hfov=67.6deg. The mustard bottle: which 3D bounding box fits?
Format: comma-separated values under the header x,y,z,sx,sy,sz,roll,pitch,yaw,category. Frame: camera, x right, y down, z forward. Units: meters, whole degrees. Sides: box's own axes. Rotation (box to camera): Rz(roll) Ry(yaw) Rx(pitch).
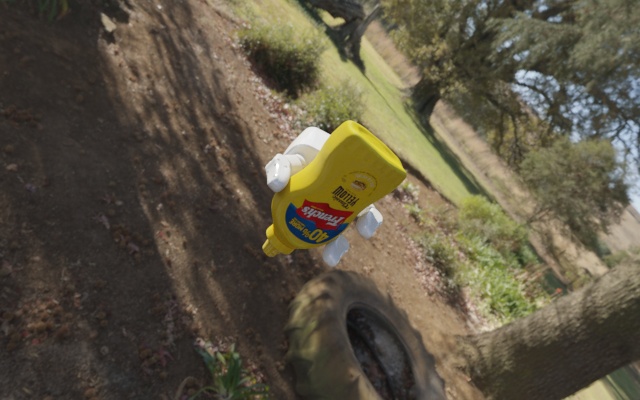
x,y,z,sx,sy,sz,roll,pitch,yaw,category
0.000,0.002,0.556,0.096,0.058,0.192,32,-64,-34,mustard bottle
